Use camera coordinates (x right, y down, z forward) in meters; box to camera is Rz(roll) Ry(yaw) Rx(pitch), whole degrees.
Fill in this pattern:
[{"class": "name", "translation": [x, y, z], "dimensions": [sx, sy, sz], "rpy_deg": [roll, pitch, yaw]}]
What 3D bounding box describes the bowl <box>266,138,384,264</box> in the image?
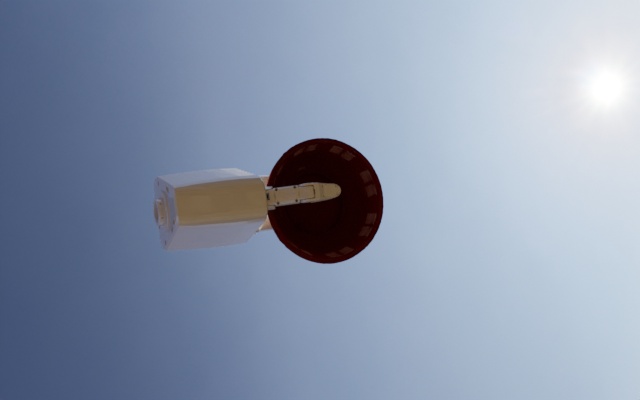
[{"class": "bowl", "translation": [0.001, 0.002, 0.632], "dimensions": [0.162, 0.162, 0.055], "rpy_deg": [0, -6, -20]}]
